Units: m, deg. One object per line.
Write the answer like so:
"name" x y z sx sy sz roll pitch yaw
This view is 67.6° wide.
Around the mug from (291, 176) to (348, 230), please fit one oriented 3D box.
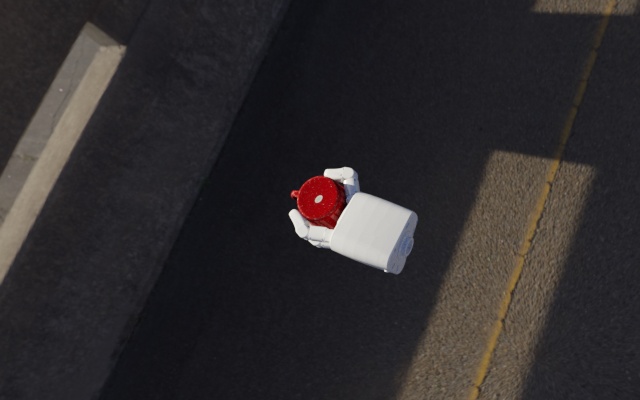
"mug" -0.001 0.002 0.852 0.117 0.093 0.081 18 -9 27
